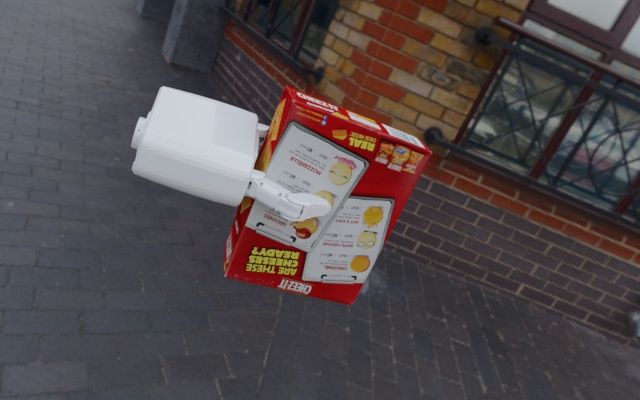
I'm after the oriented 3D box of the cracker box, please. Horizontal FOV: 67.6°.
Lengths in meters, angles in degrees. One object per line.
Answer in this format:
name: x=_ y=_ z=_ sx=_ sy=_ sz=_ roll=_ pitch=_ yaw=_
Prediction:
cracker box: x=0.000 y=0.002 z=0.544 sx=0.164 sy=0.214 sz=0.072 roll=17 pitch=22 yaw=-19
